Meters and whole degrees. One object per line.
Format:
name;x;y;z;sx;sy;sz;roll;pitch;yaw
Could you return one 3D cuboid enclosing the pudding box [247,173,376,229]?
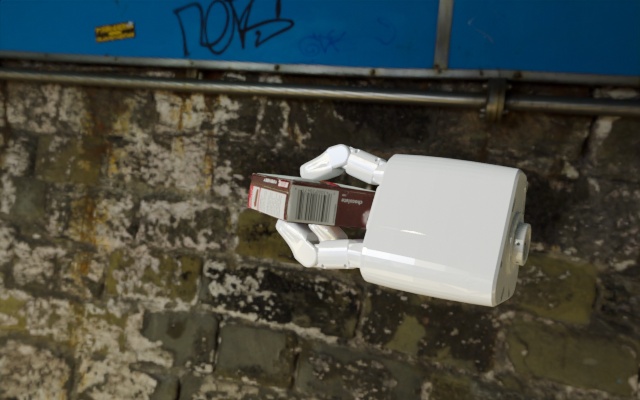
pudding box;0.000;0.001;0.449;0.113;0.039;0.090;9;2;-30
